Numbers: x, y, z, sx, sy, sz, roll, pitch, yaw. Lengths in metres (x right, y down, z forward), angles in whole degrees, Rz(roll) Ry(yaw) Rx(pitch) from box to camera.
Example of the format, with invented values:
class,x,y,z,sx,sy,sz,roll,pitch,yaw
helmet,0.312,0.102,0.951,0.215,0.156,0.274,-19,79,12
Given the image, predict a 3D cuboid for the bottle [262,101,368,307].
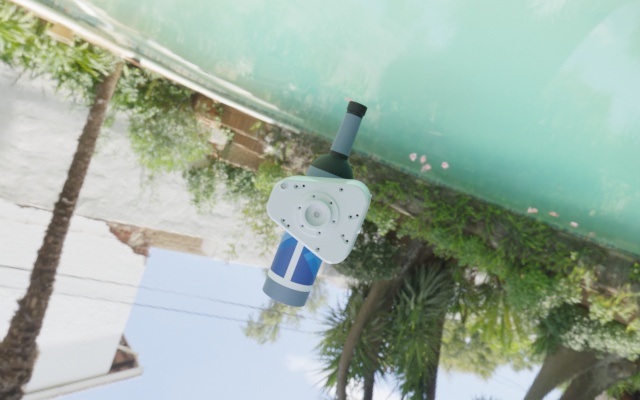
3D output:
class,x,y,z,sx,sy,sz,roll,pitch,yaw
bottle,0.000,0.002,0.678,0.069,0.296,0.069,21,4,-2
